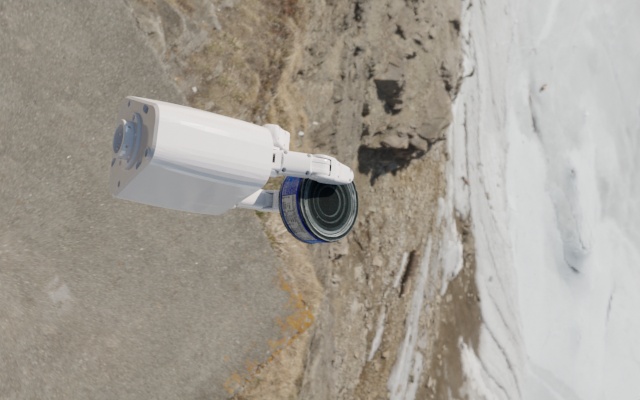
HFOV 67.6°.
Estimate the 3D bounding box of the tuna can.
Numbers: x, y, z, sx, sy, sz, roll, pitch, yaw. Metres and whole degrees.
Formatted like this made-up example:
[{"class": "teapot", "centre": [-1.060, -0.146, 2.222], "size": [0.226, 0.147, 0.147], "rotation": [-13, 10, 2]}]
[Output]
[{"class": "tuna can", "centre": [0.001, 0.002, 0.494], "size": [0.086, 0.086, 0.034], "rotation": [0, -5, -43]}]
